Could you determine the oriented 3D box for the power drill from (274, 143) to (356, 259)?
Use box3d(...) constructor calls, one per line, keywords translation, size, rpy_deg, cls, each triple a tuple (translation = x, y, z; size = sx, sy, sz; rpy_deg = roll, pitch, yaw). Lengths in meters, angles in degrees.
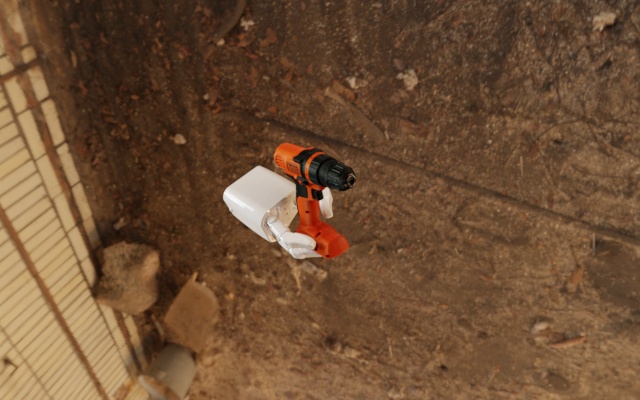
box3d(translation=(0.000, 0.003, 0.808), size=(0.057, 0.188, 0.184), rpy_deg=(-26, 33, -29), cls="power drill")
